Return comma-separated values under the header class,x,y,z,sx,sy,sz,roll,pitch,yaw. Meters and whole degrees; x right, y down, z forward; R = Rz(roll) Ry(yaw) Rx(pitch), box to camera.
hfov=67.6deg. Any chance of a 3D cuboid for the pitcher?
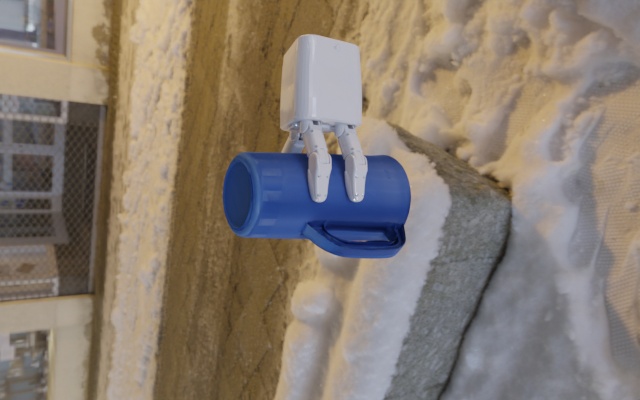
class,x,y,z,sx,sy,sz,roll,pitch,yaw
pitcher,0.000,0.002,0.655,0.243,0.145,0.149,1,2,-34
